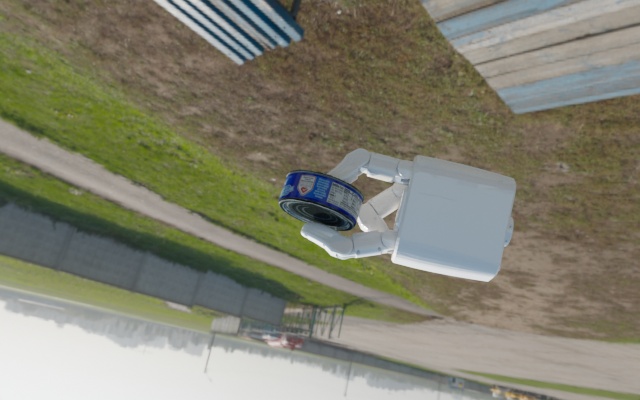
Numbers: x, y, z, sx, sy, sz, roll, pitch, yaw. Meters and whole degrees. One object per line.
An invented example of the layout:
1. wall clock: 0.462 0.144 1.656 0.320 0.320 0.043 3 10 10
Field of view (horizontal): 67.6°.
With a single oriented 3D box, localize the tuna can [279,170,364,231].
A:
1. tuna can: 0.000 0.002 0.501 0.086 0.033 0.086 16 -17 5
